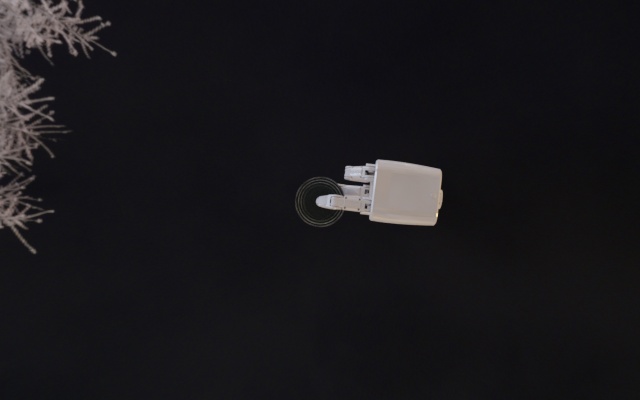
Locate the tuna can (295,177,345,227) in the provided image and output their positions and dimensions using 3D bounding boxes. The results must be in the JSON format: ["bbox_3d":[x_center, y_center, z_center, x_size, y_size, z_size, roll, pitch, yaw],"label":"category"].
[{"bbox_3d":[0.000,0.003,0.829,0.086,0.086,0.034,0,-1,2],"label":"tuna can"}]
